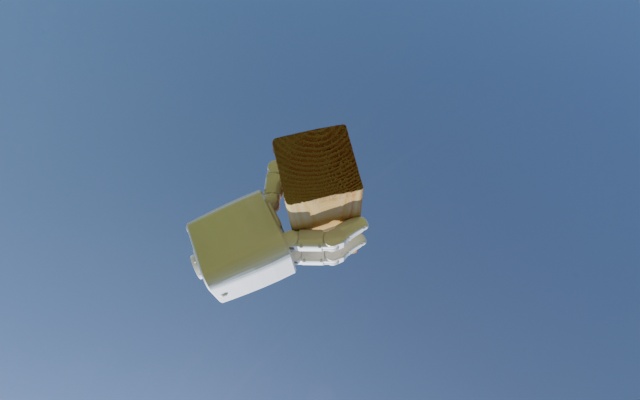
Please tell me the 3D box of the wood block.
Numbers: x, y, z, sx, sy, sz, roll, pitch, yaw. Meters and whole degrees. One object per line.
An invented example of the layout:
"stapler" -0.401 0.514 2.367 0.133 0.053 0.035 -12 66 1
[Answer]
"wood block" 0.000 0.002 0.627 0.090 0.090 0.206 -12 -25 -4
